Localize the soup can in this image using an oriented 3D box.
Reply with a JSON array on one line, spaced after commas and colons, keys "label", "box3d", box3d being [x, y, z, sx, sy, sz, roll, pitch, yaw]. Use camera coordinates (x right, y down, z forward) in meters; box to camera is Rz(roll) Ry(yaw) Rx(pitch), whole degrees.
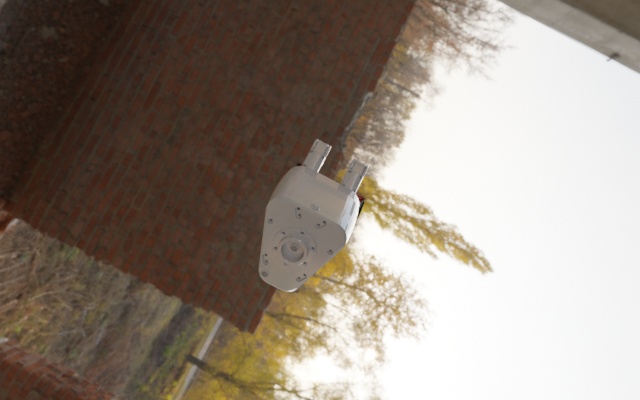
[{"label": "soup can", "box3d": [0.000, 0.002, 0.634, 0.102, 0.068, 0.068, 27, -1, -1]}]
